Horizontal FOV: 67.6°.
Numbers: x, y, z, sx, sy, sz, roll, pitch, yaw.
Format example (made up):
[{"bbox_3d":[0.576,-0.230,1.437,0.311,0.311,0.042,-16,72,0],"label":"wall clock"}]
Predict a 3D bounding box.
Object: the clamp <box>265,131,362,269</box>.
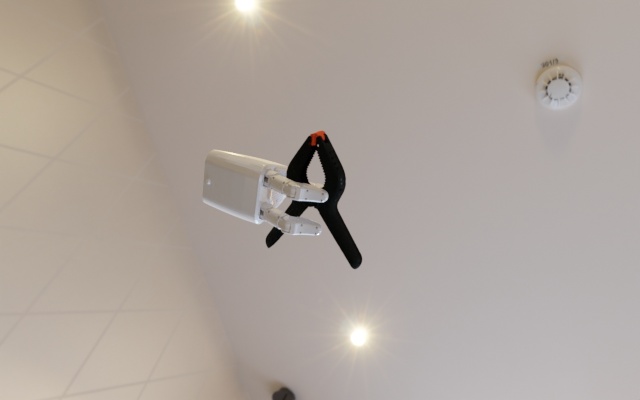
[{"bbox_3d":[0.000,0.002,0.725,0.164,0.210,0.036,17,23,18],"label":"clamp"}]
